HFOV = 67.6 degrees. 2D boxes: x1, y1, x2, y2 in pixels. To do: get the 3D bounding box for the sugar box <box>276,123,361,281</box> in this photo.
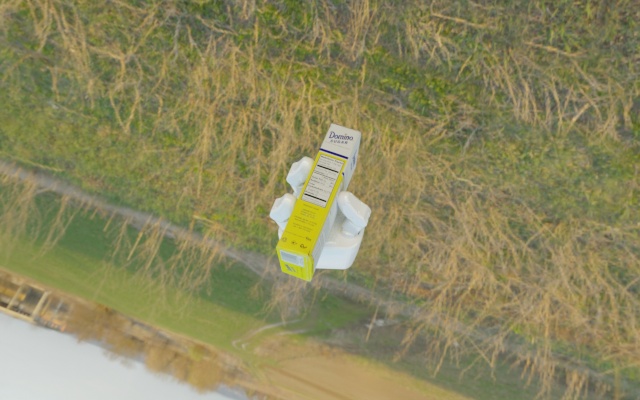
[{"bbox_3d":[0.000,0.002,0.591,0.048,0.176,0.093,17,-25,7],"label":"sugar box"}]
